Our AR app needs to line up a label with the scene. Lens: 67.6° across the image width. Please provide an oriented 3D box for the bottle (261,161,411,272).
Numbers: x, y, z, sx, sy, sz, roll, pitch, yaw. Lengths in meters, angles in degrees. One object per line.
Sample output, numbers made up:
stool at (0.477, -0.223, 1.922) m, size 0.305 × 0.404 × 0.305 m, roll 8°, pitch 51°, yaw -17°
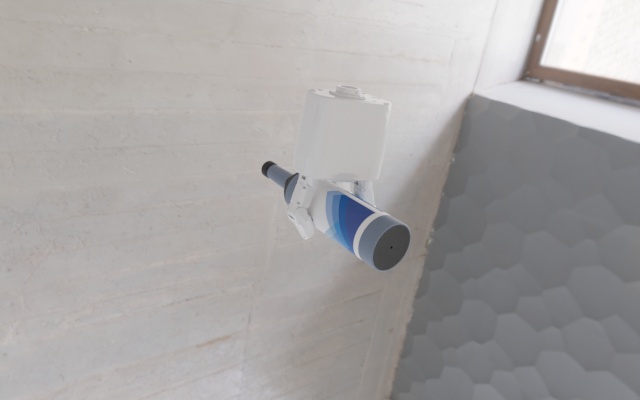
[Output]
bottle at (0.000, 0.002, 0.684) m, size 0.069 × 0.069 × 0.295 m, roll 0°, pitch 22°, yaw -39°
